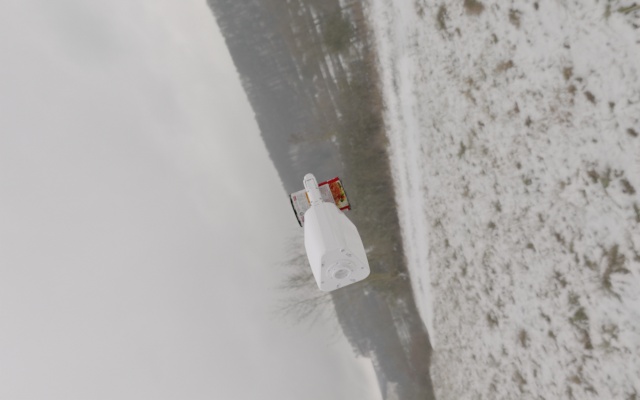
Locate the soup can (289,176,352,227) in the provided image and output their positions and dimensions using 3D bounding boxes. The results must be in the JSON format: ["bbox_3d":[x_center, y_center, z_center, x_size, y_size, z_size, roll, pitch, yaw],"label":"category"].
[{"bbox_3d":[0.000,0.003,0.895,0.102,0.068,0.068,-20,-1,2],"label":"soup can"}]
